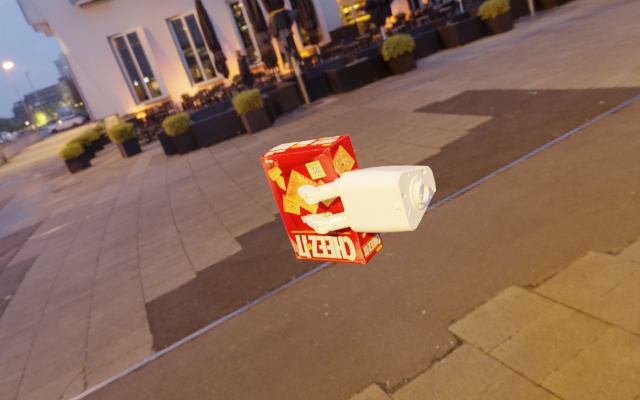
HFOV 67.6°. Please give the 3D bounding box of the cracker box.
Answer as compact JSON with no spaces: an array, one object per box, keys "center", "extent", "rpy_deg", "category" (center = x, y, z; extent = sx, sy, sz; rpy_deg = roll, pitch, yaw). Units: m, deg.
[{"center":[0.000,0.003,0.838],"extent":[0.164,0.214,0.072],"rpy_deg":[-1,25,41],"category":"cracker box"}]
